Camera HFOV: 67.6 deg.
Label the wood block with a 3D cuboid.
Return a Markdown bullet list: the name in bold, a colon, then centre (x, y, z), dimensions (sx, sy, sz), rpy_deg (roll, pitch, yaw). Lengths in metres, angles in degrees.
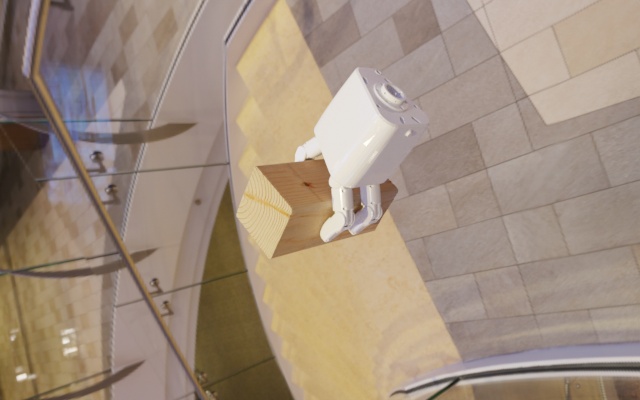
- **wood block**: centre (0.000, 0.002, 0.677), dimensions (0.206, 0.090, 0.090), rpy_deg (-10, 47, -43)
